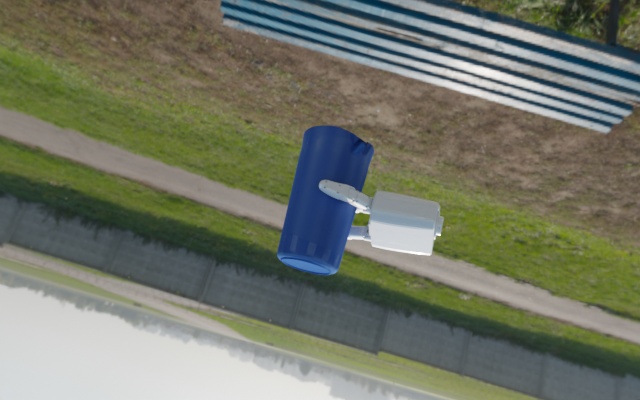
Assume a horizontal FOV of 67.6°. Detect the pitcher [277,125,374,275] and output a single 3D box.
[{"bbox_3d":[0.000,0.003,0.849,0.145,0.242,0.149,11,-19,13],"label":"pitcher"}]
